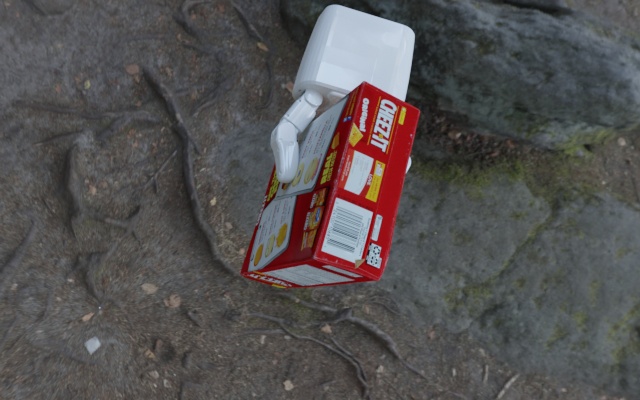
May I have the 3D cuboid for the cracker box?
[{"bbox_3d":[0.000,0.001,0.485,0.072,0.164,0.214,22,-20,-19],"label":"cracker box"}]
